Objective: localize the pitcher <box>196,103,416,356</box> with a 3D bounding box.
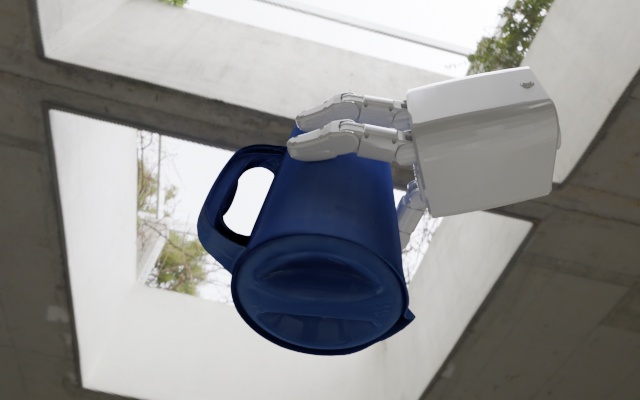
[{"bbox_3d":[0.000,0.001,0.440,0.145,0.149,0.242,-12,35,15],"label":"pitcher"}]
